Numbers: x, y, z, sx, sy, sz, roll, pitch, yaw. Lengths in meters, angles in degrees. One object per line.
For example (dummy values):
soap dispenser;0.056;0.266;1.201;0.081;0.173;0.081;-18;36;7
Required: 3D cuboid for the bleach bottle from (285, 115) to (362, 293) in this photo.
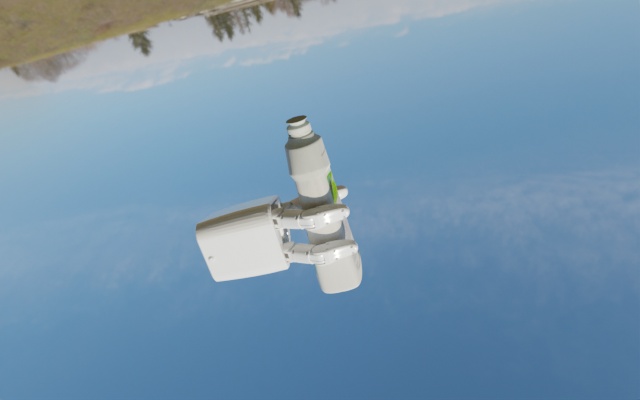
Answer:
bleach bottle;0.000;0.002;0.666;0.068;0.251;0.102;-13;26;6
